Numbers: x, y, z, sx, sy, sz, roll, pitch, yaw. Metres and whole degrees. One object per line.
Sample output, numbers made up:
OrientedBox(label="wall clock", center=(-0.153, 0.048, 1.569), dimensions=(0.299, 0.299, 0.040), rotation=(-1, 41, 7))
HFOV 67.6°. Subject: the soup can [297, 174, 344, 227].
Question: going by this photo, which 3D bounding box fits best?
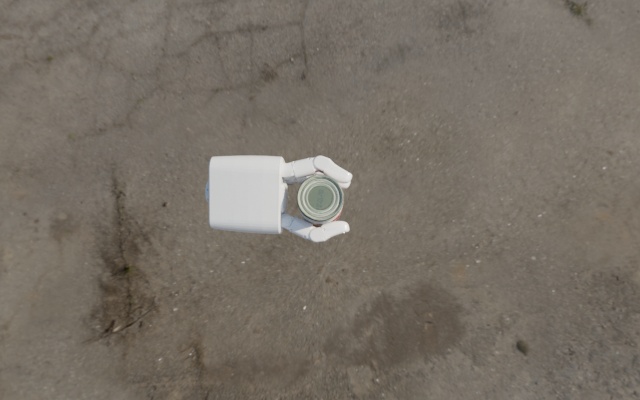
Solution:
OrientedBox(label="soup can", center=(0.001, 0.002, 0.712), dimensions=(0.068, 0.068, 0.102), rotation=(0, -8, 1))
